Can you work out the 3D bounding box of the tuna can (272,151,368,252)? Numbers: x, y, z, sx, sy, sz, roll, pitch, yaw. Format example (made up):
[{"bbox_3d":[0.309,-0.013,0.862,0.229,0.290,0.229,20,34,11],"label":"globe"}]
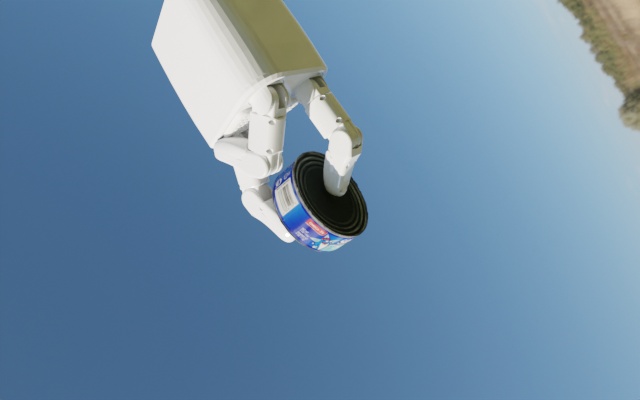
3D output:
[{"bbox_3d":[0.000,0.002,0.419,0.086,0.086,0.034,0,-30,-49],"label":"tuna can"}]
